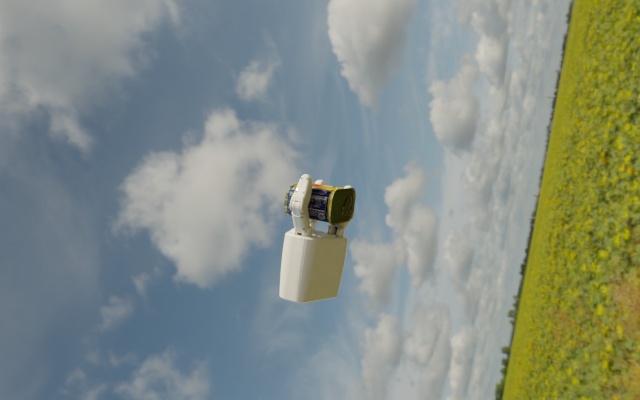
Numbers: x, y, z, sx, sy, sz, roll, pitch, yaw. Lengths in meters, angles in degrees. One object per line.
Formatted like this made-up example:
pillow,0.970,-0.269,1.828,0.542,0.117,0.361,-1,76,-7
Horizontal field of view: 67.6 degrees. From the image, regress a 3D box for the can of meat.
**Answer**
can of meat,0.000,0.002,0.784,0.084,0.057,0.102,9,7,24
